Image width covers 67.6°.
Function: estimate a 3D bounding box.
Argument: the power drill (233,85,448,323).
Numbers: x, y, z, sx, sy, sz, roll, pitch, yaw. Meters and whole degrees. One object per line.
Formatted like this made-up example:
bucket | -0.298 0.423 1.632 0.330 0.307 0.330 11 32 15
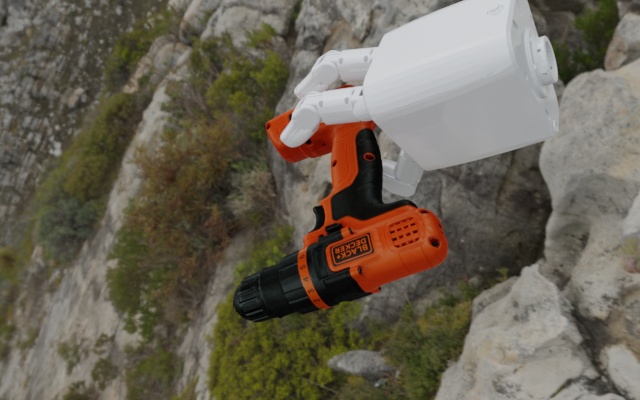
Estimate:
power drill | 0.000 0.001 0.419 0.184 0.187 0.057 -21 -32 16
